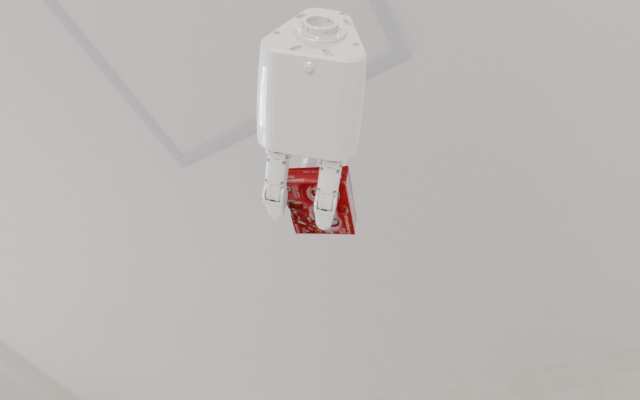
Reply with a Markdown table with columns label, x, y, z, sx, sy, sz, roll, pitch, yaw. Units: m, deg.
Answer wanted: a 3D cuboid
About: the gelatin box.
| label | x | y | z | sx | sy | sz | roll | pitch | yaw |
| --- | --- | --- | --- | --- | --- | --- | --- | --- | --- |
| gelatin box | 0.000 | 0.002 | 0.545 | 0.073 | 0.030 | 0.089 | 0 | -43 | 13 |
